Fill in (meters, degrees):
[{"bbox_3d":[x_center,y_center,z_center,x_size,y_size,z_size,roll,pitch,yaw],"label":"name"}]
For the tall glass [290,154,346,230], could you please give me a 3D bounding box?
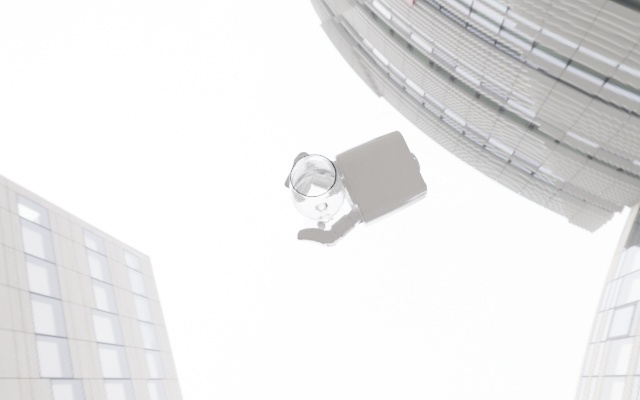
[{"bbox_3d":[0.000,0.003,0.709,0.079,0.079,0.201,0,-21,6],"label":"tall glass"}]
